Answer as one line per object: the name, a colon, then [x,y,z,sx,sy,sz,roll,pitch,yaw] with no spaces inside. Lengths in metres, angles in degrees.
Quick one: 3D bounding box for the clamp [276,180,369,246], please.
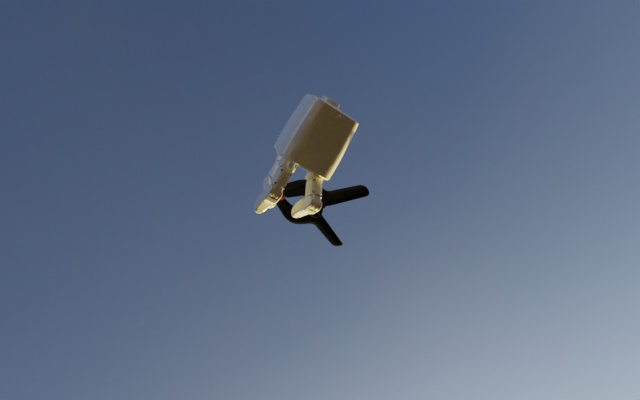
clamp: [0.000,0.002,0.808,0.171,0.120,0.039,26,9,-33]
